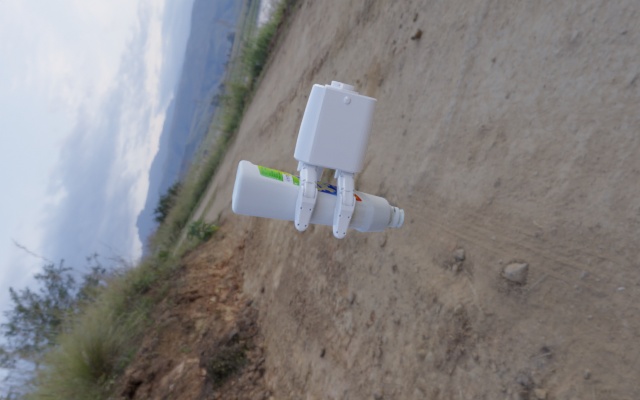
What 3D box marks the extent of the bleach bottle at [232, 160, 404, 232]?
[{"bbox_3d":[0.000,0.002,0.705,0.251,0.068,0.102,11,14,-13],"label":"bleach bottle"}]
